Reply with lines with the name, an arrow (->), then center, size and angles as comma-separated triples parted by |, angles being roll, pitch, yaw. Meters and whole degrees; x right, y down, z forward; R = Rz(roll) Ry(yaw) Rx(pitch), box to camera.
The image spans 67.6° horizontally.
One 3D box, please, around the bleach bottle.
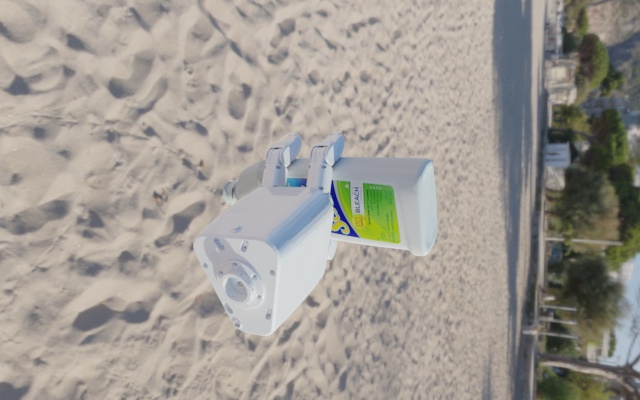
bleach bottle -> 0.000, 0.002, 0.545 | 0.251, 0.103, 0.068 | 2, 23, 26
